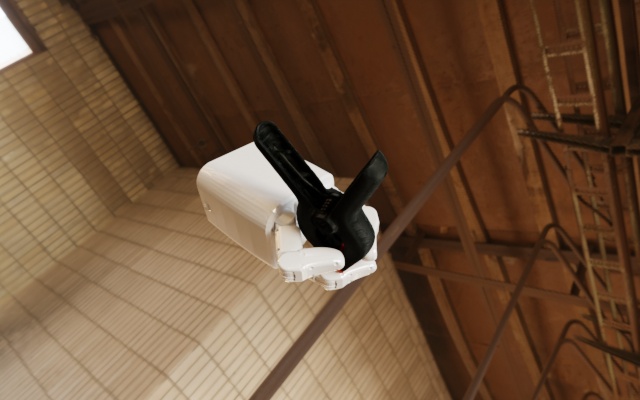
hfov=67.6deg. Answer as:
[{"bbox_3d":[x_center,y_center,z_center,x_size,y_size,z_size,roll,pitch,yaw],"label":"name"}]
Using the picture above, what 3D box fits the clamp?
[{"bbox_3d":[0.001,0.001,0.426,0.120,0.172,0.039,30,57,24],"label":"clamp"}]
